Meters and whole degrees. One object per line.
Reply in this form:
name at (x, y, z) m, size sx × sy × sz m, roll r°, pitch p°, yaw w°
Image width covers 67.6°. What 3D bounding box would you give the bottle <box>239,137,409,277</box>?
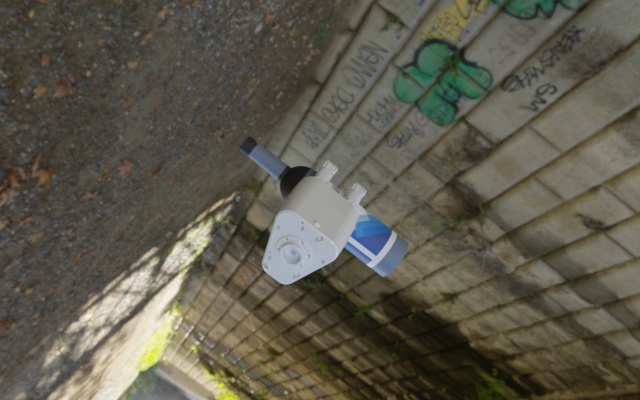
bottle at (0.000, 0.003, 0.736) m, size 0.296 × 0.069 × 0.069 m, roll 38°, pitch -2°, yaw -2°
